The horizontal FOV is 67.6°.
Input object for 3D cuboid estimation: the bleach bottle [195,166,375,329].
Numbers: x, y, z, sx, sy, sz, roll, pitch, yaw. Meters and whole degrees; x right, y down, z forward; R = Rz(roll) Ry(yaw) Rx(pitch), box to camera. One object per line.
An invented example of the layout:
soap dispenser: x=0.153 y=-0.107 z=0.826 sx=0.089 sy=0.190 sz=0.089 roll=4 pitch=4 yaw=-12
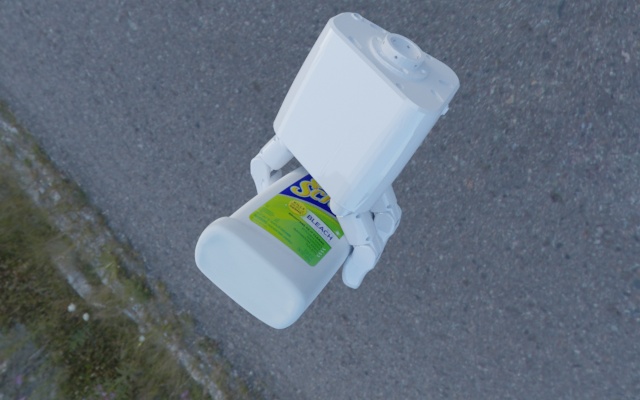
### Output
bleach bottle: x=0.000 y=0.002 z=0.457 sx=0.068 sy=0.102 sz=0.250 roll=-54 pitch=-4 yaw=41
